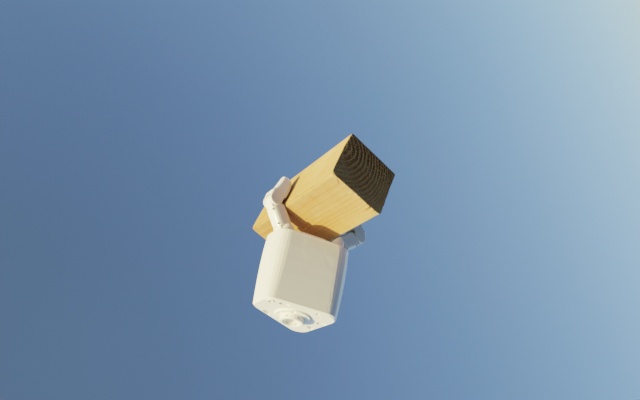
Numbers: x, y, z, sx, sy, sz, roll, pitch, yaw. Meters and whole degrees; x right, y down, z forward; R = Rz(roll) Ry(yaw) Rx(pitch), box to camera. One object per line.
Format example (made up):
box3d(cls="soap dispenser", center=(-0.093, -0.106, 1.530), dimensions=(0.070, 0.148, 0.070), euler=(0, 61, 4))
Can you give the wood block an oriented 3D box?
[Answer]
box3d(cls="wood block", center=(0.000, 0.002, 0.717), dimensions=(0.091, 0.090, 0.206), euler=(41, -43, -16))
